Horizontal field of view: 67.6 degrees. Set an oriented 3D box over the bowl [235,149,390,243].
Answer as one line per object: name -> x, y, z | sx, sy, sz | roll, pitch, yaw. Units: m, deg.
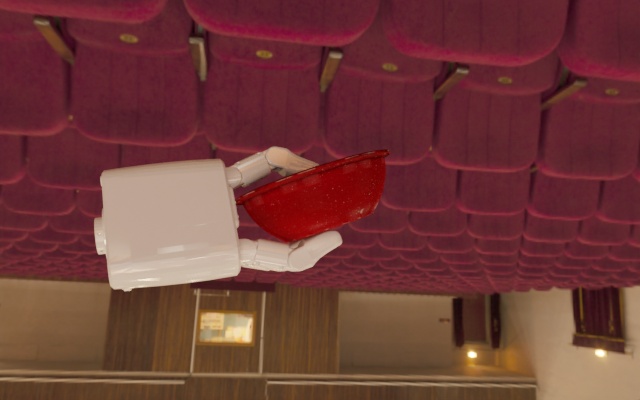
bowl -> 0.001, 0.002, 0.473 | 0.162, 0.055, 0.162 | -19, -2, -1
